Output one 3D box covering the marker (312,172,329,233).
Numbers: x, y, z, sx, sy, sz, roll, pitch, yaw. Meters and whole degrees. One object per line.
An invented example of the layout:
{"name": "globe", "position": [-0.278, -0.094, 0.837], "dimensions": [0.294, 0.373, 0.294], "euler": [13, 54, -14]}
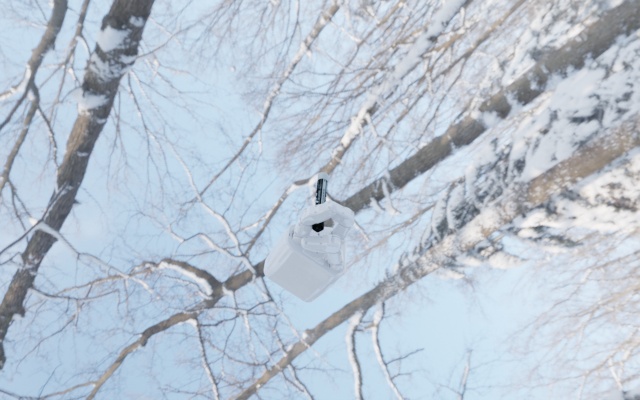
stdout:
{"name": "marker", "position": [0.000, 0.002, 0.766], "dimensions": [0.020, 0.121, 0.020], "euler": [3, -43, 3]}
